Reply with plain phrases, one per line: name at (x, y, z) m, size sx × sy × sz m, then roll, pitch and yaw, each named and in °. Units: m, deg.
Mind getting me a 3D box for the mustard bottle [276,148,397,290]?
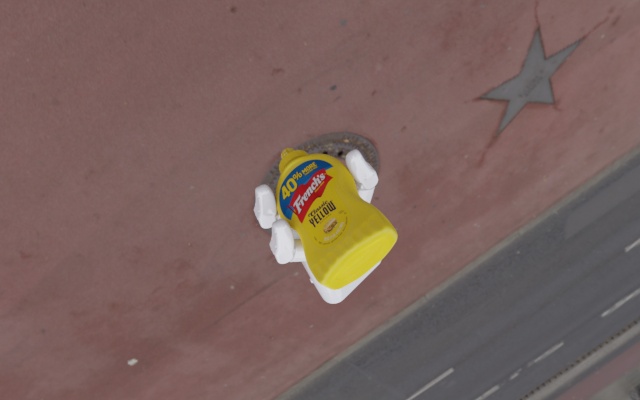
mustard bottle at (0.000, 0.002, 0.548) m, size 0.058 × 0.096 × 0.191 m, roll 35°, pitch 16°, yaw -49°
